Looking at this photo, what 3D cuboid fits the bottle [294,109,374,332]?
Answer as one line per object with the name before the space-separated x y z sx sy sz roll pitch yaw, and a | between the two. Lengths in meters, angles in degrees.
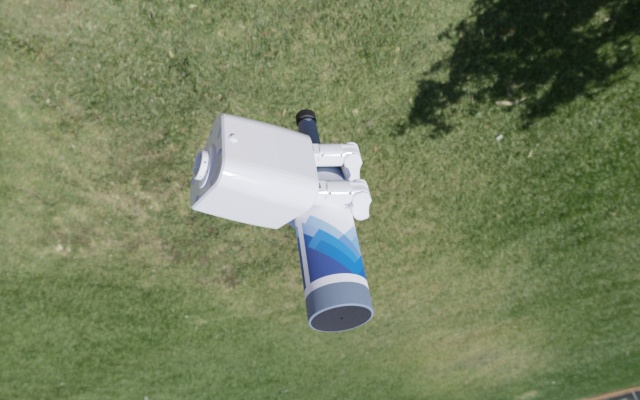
bottle | 0.000 0.002 0.564 0.069 0.295 0.069 -7 -36 -5
